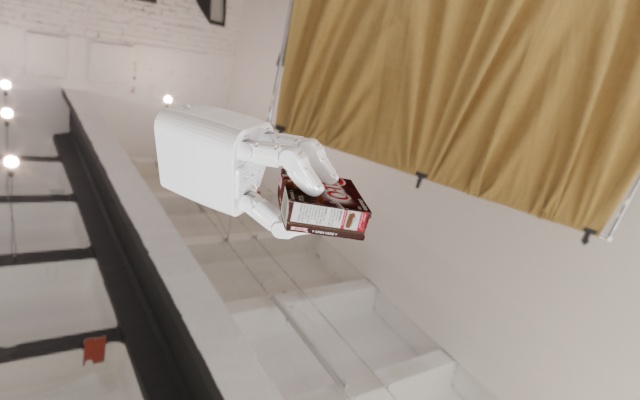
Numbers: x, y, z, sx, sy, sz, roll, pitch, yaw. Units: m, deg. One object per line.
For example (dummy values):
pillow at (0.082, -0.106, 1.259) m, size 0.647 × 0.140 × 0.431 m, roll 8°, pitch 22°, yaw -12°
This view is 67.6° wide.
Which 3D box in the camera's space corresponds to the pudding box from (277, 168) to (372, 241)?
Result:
pudding box at (0.000, 0.002, 0.541) m, size 0.090 × 0.039 × 0.113 m, roll 8°, pitch 22°, yaw -12°
